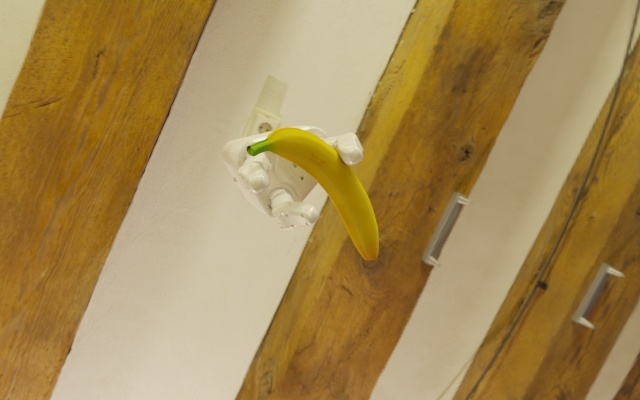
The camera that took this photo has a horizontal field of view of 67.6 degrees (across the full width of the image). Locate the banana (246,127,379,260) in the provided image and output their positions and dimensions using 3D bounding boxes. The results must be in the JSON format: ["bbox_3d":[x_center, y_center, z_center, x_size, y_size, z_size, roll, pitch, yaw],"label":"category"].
[{"bbox_3d":[0.008,-0.015,0.506,0.198,0.069,0.037,42,-17,-27],"label":"banana"}]
